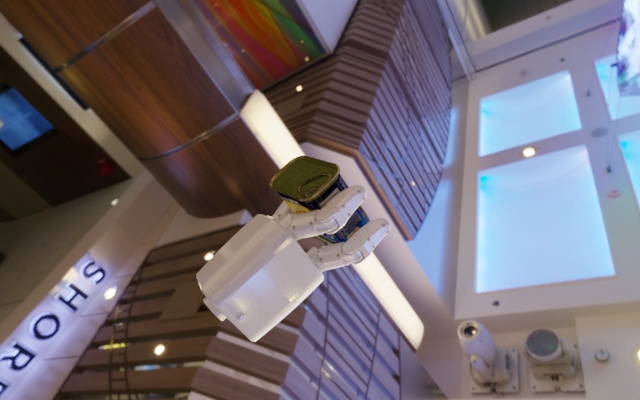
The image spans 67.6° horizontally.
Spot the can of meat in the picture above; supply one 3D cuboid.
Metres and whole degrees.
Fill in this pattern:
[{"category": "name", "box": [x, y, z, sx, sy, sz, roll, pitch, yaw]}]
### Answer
[{"category": "can of meat", "box": [0.000, 0.002, 0.552, 0.057, 0.084, 0.102, -45, 31, -16]}]
